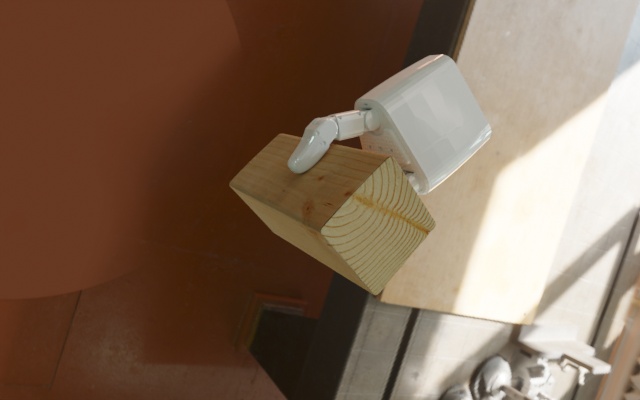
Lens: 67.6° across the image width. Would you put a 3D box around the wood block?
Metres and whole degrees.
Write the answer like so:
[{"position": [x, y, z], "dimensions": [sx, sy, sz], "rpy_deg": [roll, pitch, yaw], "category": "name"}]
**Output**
[{"position": [0.000, 0.001, 0.485], "dimensions": [0.091, 0.090, 0.206], "rpy_deg": [51, -16, -29], "category": "wood block"}]
